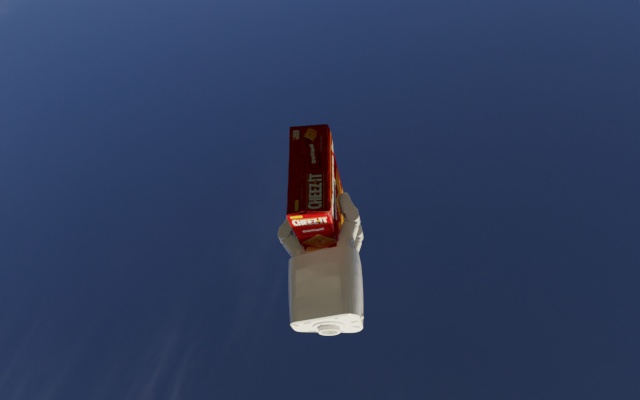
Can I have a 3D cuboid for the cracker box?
[{"bbox_3d":[0.000,0.003,0.799,0.072,0.164,0.214,-5,-31,7],"label":"cracker box"}]
